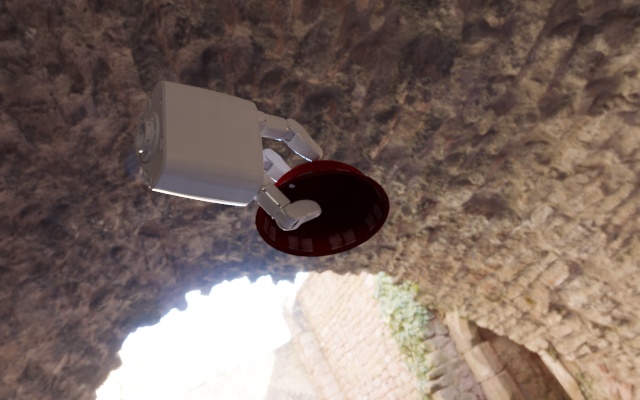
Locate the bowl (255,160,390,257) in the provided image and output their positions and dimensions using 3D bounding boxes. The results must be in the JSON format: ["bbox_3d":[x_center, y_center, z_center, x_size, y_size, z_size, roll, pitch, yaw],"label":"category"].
[{"bbox_3d":[0.001,0.002,0.587,0.162,0.055,0.162,-6,-41,-5],"label":"bowl"}]
